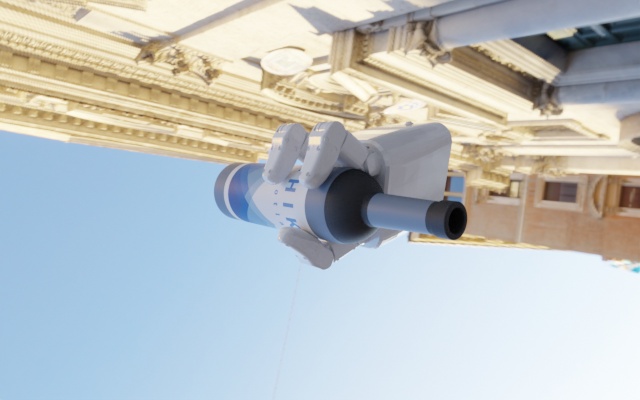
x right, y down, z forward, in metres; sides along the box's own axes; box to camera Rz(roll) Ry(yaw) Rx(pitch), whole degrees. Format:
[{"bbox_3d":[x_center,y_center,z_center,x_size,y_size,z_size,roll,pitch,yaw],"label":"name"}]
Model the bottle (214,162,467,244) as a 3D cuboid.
[{"bbox_3d":[0.000,0.001,0.442,0.069,0.069,0.295,0,5,-40],"label":"bottle"}]
